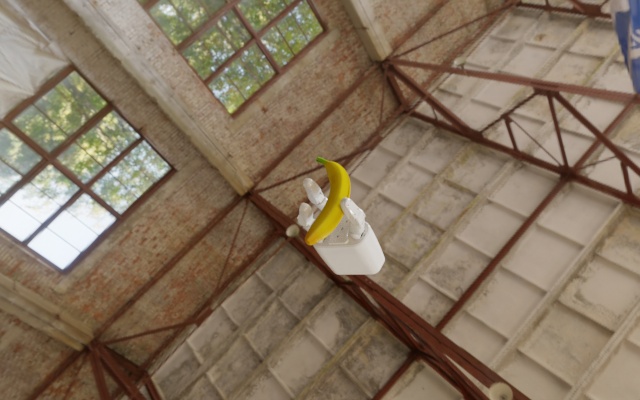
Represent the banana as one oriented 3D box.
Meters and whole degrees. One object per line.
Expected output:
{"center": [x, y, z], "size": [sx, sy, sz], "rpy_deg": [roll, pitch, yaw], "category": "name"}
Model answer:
{"center": [0.018, -0.002, 0.856], "size": [0.069, 0.197, 0.037], "rpy_deg": [-6, -42, 17], "category": "banana"}
